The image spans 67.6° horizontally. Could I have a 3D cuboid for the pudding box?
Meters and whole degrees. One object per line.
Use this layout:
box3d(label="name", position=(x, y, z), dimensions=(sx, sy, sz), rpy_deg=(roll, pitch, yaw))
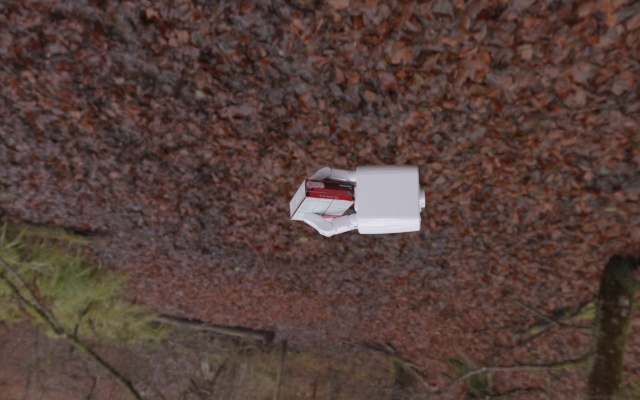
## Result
box3d(label="pudding box", position=(0.000, 0.003, 0.849), dimensions=(0.090, 0.039, 0.113), rpy_deg=(7, -26, -17))
